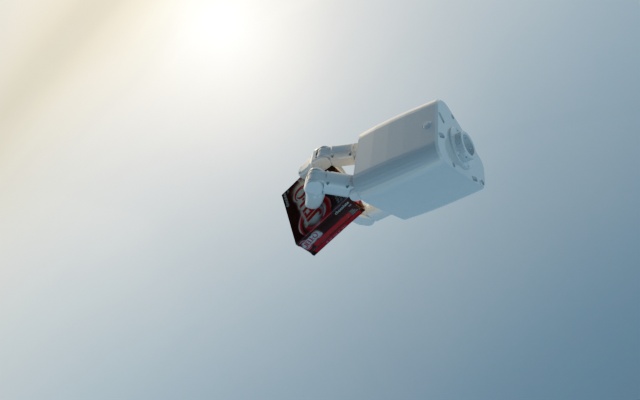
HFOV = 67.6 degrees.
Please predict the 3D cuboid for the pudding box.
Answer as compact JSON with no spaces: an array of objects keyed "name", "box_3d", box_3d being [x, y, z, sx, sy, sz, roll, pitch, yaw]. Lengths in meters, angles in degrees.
[{"name":"pudding box","box_3d":[0.000,0.002,0.609,0.039,0.090,0.113,39,17,-31]}]
